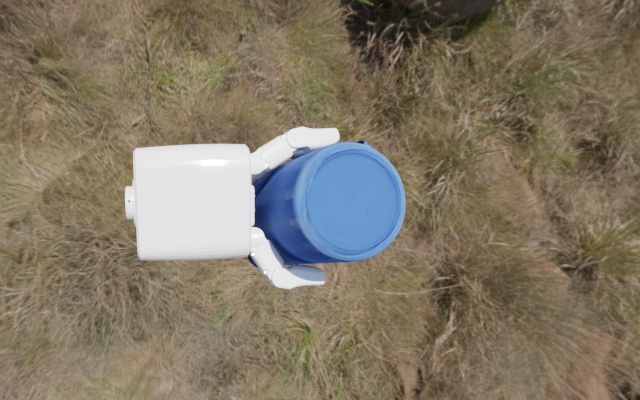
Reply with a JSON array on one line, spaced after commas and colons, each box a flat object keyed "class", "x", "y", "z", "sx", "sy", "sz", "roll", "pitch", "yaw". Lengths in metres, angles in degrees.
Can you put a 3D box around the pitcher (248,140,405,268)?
[{"class": "pitcher", "x": 0.000, "y": 0.002, "z": 0.533, "sx": 0.145, "sy": 0.149, "sz": 0.243, "roll": -2, "pitch": -4, "yaw": -18}]
